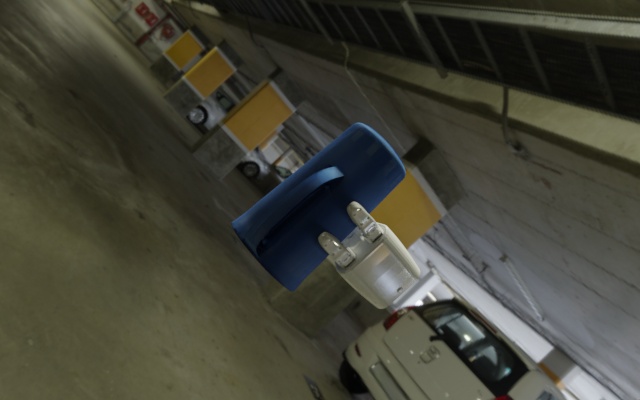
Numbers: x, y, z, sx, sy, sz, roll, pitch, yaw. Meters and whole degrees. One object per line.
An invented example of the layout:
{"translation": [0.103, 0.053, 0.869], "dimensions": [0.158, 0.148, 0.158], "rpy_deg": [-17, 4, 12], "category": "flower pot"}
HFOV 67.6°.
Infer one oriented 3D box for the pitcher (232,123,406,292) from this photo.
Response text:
{"translation": [0.000, 0.002, 0.679], "dimensions": [0.145, 0.243, 0.149], "rpy_deg": [48, -1, -27], "category": "pitcher"}
